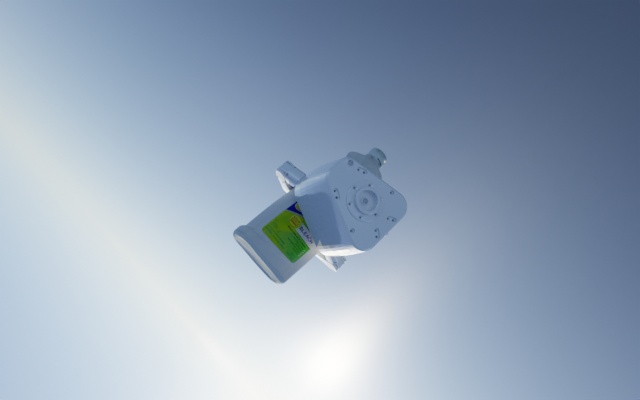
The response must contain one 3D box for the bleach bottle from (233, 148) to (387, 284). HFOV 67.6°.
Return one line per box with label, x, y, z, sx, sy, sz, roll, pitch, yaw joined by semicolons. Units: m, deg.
bleach bottle;0.000;0.002;0.693;0.250;0.102;0.068;-43;9;-21
